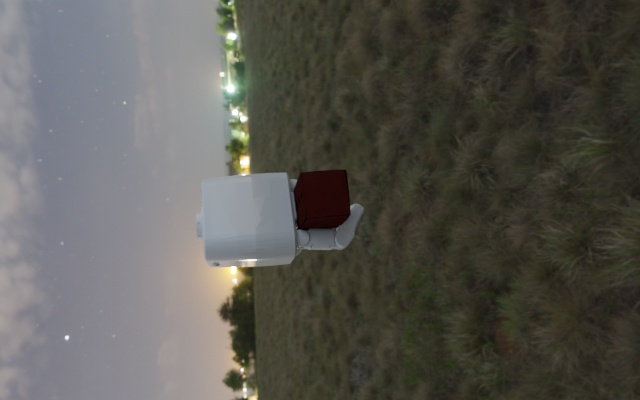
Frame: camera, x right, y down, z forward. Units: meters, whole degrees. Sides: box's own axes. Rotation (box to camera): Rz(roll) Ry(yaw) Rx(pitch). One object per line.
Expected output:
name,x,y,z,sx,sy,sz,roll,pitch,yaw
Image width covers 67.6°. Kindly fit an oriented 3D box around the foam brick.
foam brick,0.000,0.002,0.546,0.051,0.053,0.078,-3,-14,-10
